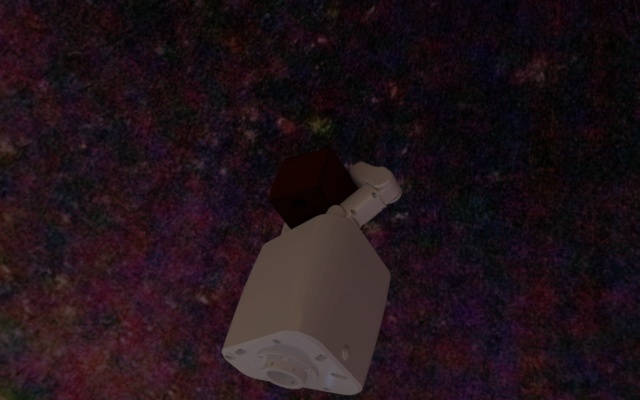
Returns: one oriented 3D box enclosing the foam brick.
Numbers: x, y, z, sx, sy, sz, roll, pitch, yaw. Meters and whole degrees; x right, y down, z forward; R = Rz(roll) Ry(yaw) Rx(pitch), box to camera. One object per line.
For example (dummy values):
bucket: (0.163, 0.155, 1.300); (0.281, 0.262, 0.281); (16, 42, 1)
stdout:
foam brick: (0.000, 0.001, 0.427); (0.053, 0.051, 0.078); (-12, -50, 32)
